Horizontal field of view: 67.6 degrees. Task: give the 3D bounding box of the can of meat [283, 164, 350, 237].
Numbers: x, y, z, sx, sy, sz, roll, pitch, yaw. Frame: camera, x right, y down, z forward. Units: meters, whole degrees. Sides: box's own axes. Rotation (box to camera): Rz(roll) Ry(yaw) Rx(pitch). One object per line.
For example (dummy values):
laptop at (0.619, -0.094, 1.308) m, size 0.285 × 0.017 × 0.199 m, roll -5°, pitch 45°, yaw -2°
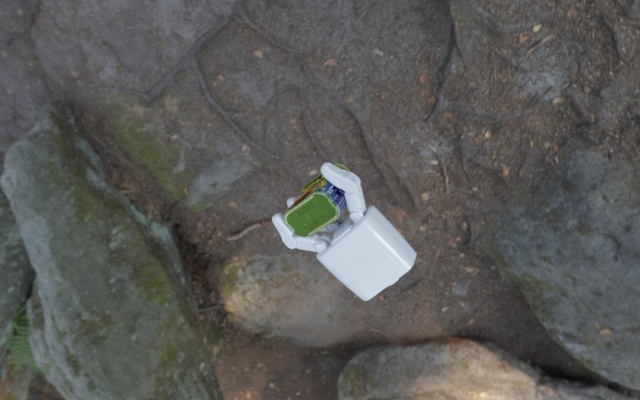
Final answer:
can of meat at (0.000, 0.002, 0.730) m, size 0.102 × 0.057 × 0.084 m, roll -34°, pitch 13°, yaw 38°
